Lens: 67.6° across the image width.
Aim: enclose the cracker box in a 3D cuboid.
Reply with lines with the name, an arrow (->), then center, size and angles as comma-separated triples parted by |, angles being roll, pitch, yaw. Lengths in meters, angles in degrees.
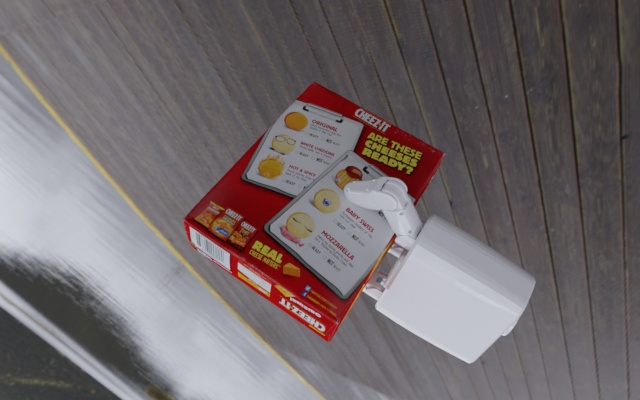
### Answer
cracker box -> 0.000, 0.002, 0.474 | 0.164, 0.213, 0.072 | 31, -30, 11
